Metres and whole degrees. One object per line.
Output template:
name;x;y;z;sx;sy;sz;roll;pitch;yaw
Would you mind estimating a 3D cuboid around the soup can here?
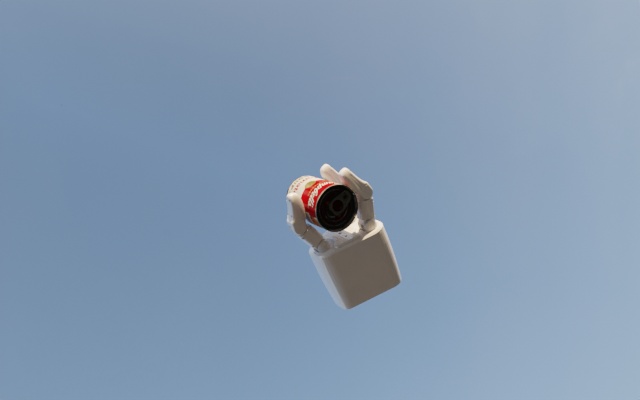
soup can;0.000;0.002;0.703;0.068;0.068;0.102;0;10;-28
